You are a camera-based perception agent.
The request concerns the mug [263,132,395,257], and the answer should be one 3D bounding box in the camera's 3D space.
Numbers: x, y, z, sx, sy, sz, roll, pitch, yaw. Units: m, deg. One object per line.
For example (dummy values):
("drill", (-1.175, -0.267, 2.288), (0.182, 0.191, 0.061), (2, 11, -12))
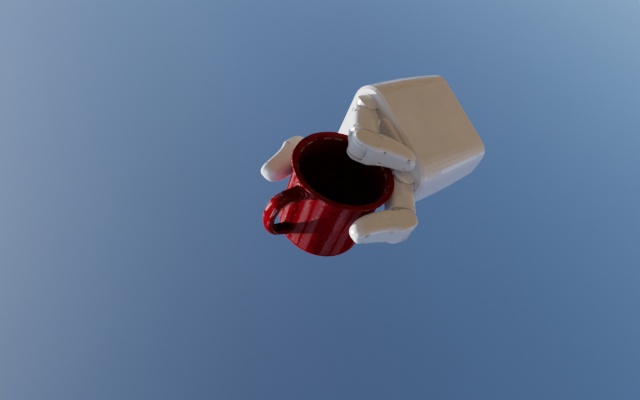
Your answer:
("mug", (-0.001, 0.002, 0.432), (0.117, 0.093, 0.082), (-21, -29, -34))
